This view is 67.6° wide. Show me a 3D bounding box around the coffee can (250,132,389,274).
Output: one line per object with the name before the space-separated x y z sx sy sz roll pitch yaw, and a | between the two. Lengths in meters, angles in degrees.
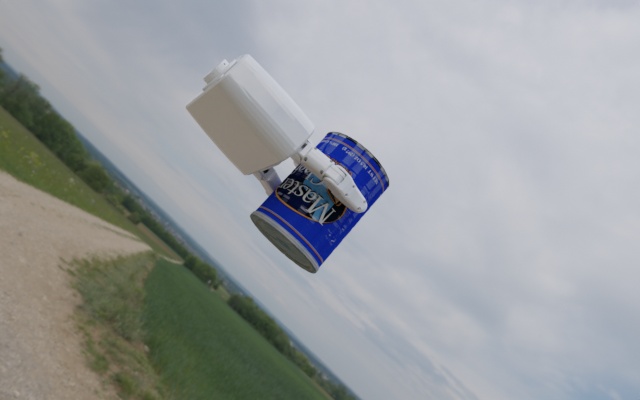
coffee can | 0.000 0.002 0.576 0.103 0.140 0.103 38 -16 13
